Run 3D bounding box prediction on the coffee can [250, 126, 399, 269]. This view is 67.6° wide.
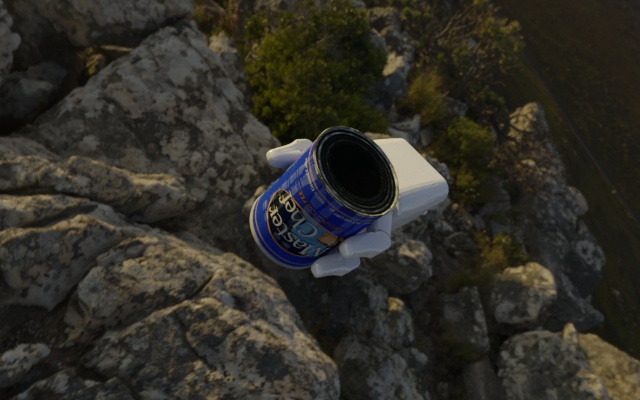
[{"bbox_3d":[0.000,0.002,0.514,0.103,0.102,0.140,0,-27,-37],"label":"coffee can"}]
